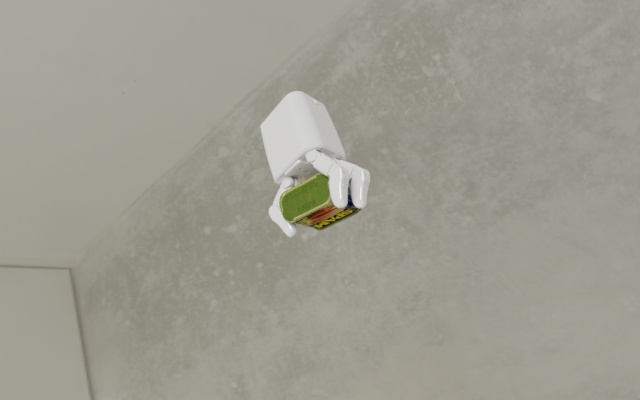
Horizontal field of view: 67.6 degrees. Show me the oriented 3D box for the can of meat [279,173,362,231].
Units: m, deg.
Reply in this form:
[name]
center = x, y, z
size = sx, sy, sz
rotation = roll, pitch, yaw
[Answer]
[can of meat]
center = 0.000, 0.002, 0.731
size = 0.102, 0.057, 0.084
rotation = -27, -23, 28
